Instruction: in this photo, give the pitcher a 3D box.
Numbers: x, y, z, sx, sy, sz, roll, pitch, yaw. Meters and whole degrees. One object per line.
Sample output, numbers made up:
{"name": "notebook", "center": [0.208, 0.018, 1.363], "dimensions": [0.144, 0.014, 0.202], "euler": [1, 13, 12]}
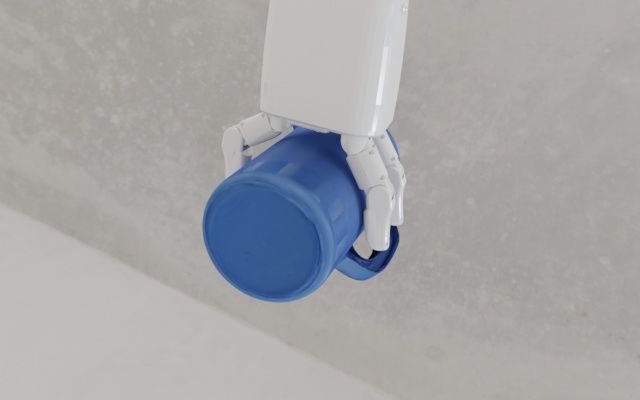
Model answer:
{"name": "pitcher", "center": [0.000, 0.001, 0.457], "dimensions": [0.149, 0.145, 0.242], "euler": [12, 22, 14]}
